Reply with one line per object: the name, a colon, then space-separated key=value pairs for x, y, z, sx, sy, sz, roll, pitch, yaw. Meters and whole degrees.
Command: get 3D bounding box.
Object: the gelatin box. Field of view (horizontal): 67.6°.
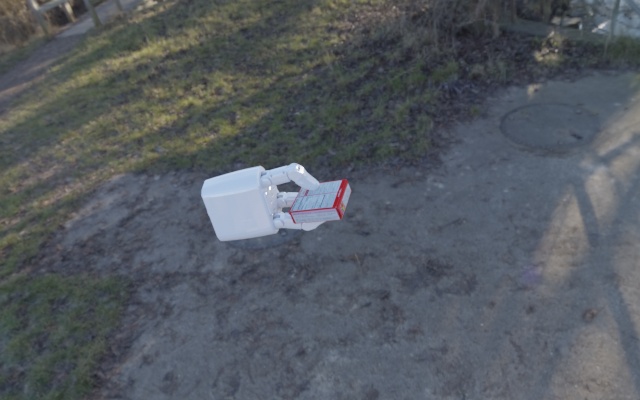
gelatin box: x=0.000 y=0.002 z=0.793 sx=0.089 sy=0.030 sz=0.073 roll=-7 pitch=37 yaw=25
